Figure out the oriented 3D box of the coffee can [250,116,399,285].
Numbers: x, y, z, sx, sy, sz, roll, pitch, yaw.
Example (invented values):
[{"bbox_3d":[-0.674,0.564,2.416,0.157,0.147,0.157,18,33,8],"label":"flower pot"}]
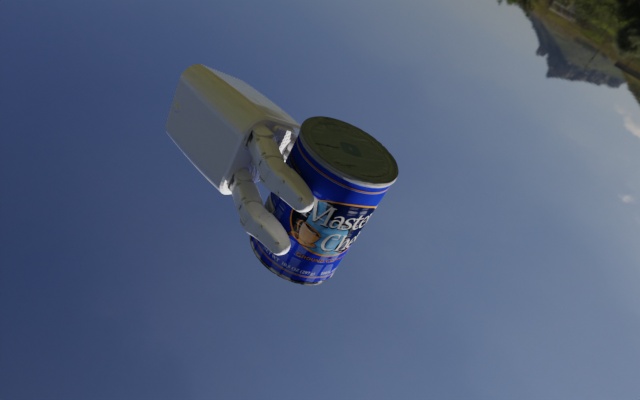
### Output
[{"bbox_3d":[0.000,0.002,0.486,0.103,0.140,0.102,21,33,-14],"label":"coffee can"}]
